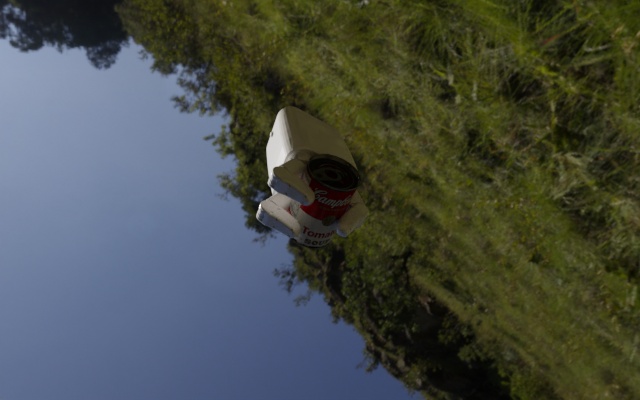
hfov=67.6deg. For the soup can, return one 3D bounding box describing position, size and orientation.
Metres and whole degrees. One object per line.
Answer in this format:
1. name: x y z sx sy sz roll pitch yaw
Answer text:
1. soup can: 0.000 0.003 0.598 0.068 0.102 0.068 15 37 -12
